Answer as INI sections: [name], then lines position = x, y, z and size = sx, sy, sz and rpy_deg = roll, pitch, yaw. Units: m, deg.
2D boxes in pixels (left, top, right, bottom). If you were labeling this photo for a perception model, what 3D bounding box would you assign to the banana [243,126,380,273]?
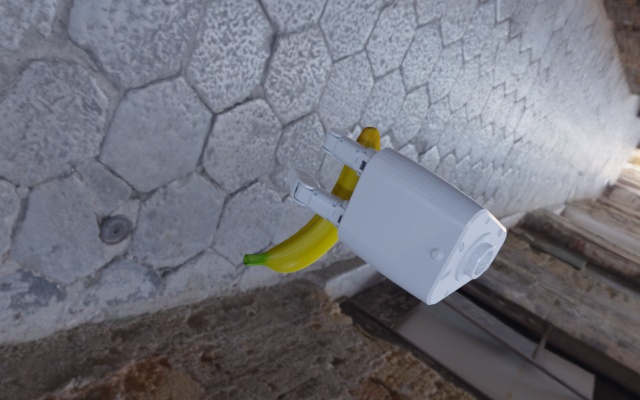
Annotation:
[banana]
position = 0.007, 0.012, 0.511
size = 0.037, 0.198, 0.070
rpy_deg = 45, 4, 41
